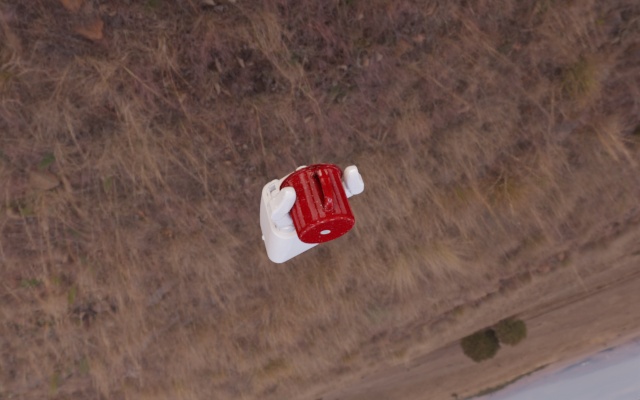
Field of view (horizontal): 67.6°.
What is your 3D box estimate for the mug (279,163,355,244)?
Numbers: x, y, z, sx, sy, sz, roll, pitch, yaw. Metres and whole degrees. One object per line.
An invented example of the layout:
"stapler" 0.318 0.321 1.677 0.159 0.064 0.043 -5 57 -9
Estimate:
"mug" 0.000 0.002 0.646 0.093 0.081 0.117 -11 -26 -17
